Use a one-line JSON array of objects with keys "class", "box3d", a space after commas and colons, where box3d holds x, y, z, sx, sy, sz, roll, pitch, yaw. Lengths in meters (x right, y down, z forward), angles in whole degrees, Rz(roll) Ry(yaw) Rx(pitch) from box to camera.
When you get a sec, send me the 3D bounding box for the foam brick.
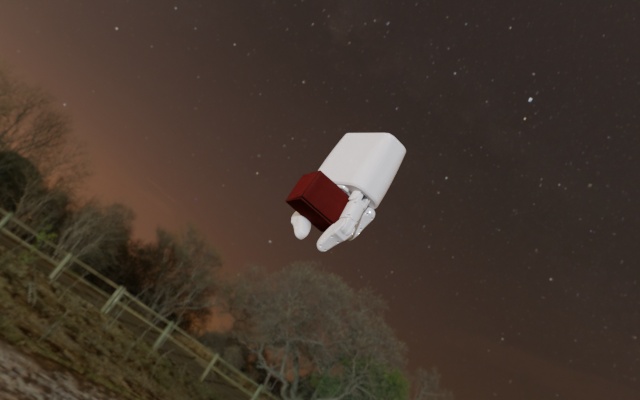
[{"class": "foam brick", "box3d": [0.000, 0.002, 0.685, 0.078, 0.051, 0.053, 41, -23, -21]}]
